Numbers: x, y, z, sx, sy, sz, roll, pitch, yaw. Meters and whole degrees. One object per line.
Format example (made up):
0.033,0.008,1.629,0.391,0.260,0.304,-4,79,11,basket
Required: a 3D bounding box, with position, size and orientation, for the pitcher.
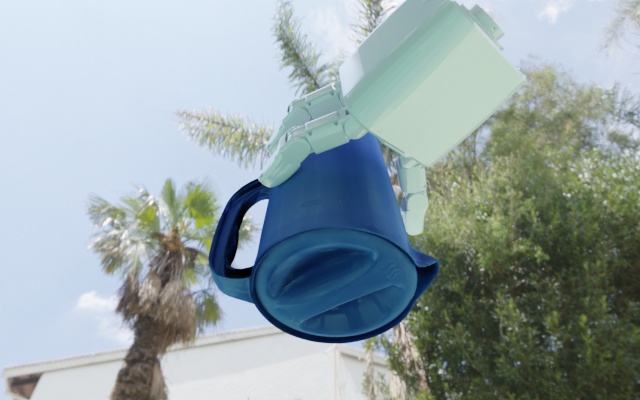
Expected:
0.000,0.001,0.459,0.149,0.145,0.242,32,30,-23,pitcher
